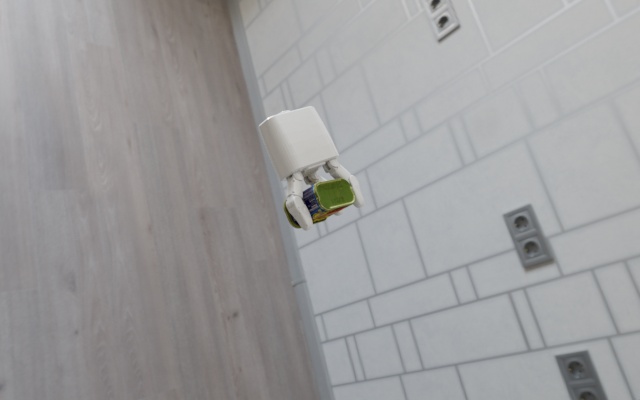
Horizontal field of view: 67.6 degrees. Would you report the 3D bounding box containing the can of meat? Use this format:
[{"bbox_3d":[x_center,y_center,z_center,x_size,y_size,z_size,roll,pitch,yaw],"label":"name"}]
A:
[{"bbox_3d":[0.000,0.003,0.843,0.084,0.057,0.102,-30,-11,41],"label":"can of meat"}]
